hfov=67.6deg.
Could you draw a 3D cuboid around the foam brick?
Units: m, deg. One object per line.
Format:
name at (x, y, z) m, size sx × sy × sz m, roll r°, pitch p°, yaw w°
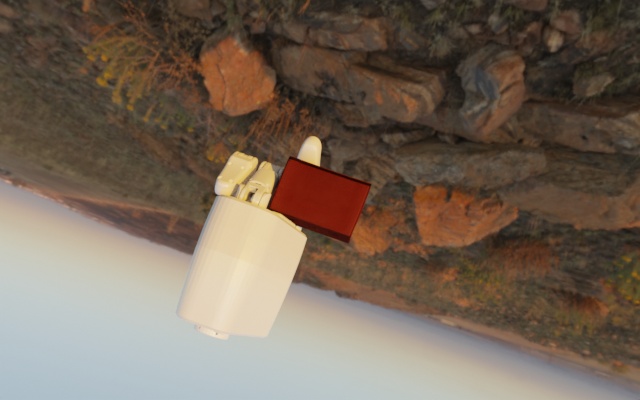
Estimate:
foam brick at (0.000, 0.001, 0.437) m, size 0.078 × 0.051 × 0.053 m, roll 19°, pitch -12°, yaw 5°
